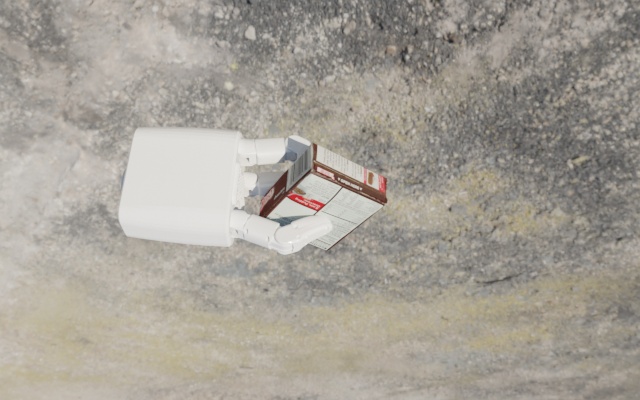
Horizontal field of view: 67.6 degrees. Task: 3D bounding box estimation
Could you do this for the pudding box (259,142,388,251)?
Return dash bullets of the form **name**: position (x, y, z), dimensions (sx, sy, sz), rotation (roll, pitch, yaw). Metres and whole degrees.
- **pudding box**: position (0.000, 0.002, 0.489), dimensions (0.090, 0.039, 0.113), rotation (23, -39, -23)
